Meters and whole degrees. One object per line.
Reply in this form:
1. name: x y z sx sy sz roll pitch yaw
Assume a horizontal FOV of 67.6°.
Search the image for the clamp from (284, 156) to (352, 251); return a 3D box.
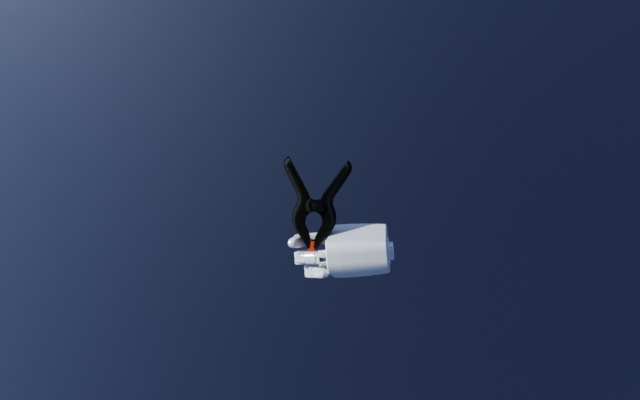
1. clamp: 0.000 0.003 0.852 0.120 0.171 0.039 -4 6 7
